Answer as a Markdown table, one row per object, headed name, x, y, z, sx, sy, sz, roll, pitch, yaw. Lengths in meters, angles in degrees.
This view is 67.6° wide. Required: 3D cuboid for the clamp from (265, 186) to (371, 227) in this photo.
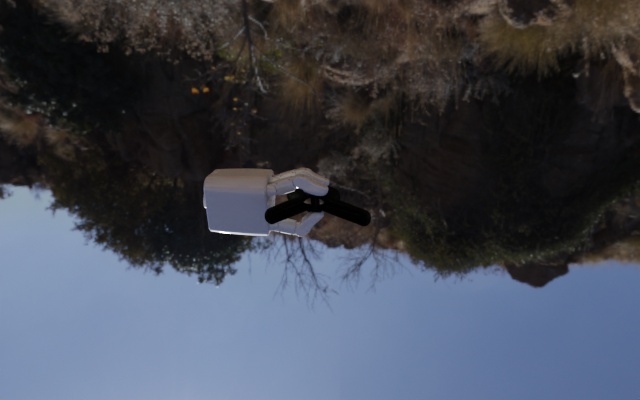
| name | x | y | z | sx | sy | sz | roll | pitch | yaw |
| --- | --- | --- | --- | --- | --- | --- | --- | --- | --- |
| clamp | 0.000 | 0.003 | 0.820 | 0.164 | 0.036 | 0.210 | 4 | 16 | 1 |
